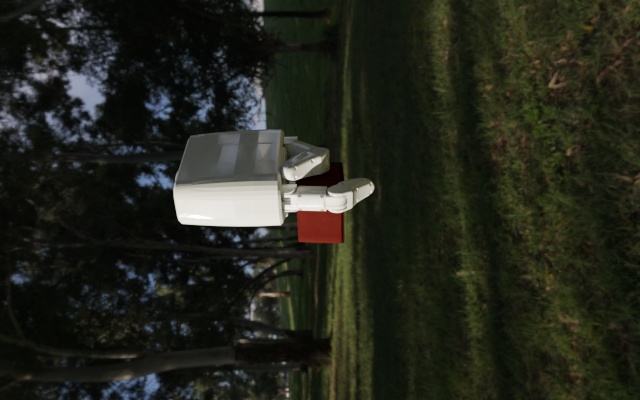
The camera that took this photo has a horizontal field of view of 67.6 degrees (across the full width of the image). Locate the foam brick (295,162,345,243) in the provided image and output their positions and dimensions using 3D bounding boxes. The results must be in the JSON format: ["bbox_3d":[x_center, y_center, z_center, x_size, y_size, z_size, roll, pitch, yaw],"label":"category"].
[{"bbox_3d":[0.000,0.002,0.530,0.051,0.078,0.053,-1,26,1],"label":"foam brick"}]
